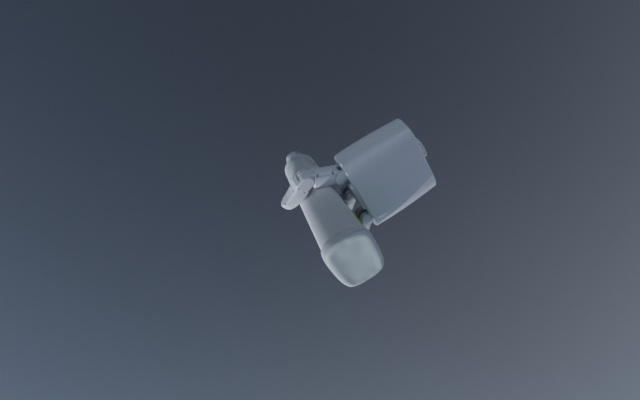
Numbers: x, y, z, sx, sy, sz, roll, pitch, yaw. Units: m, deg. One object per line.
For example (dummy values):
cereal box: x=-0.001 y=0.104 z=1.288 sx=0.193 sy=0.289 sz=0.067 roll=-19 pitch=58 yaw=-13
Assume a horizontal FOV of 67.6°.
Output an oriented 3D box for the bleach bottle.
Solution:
bleach bottle: x=0.000 y=0.002 z=0.683 sx=0.068 sy=0.250 sz=0.103 roll=-32 pitch=-45 yaw=1
